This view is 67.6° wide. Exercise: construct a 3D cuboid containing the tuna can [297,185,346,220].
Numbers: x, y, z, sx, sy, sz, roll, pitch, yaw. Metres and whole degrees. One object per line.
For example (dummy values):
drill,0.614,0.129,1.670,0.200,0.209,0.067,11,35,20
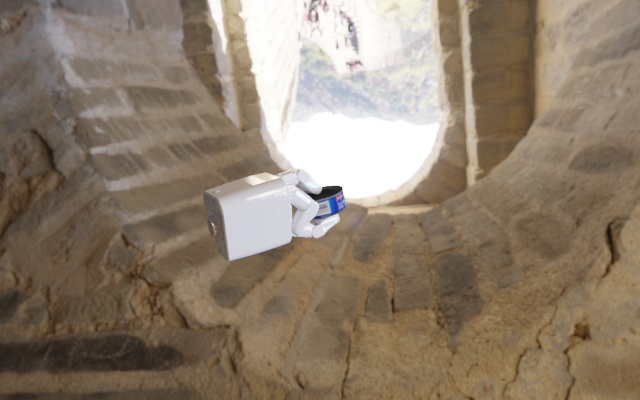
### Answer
tuna can,0.000,0.003,0.815,0.086,0.034,0.086,-12,15,3
